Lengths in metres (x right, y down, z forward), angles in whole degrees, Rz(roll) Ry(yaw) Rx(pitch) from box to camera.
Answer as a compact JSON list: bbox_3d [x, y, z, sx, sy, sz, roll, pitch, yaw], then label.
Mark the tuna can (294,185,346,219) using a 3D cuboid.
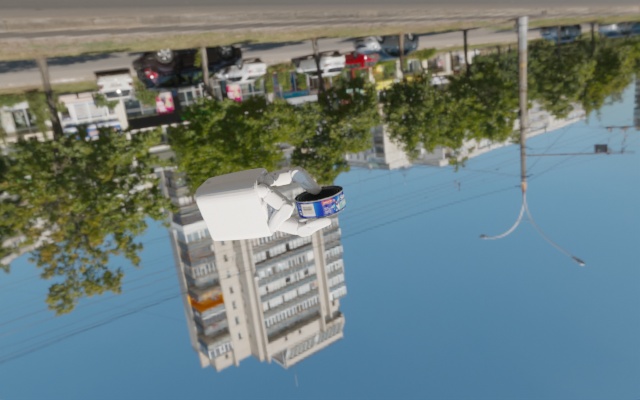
[{"bbox_3d":[0.000,0.003,0.828,0.086,0.034,0.086,-12,15,3],"label":"tuna can"}]
